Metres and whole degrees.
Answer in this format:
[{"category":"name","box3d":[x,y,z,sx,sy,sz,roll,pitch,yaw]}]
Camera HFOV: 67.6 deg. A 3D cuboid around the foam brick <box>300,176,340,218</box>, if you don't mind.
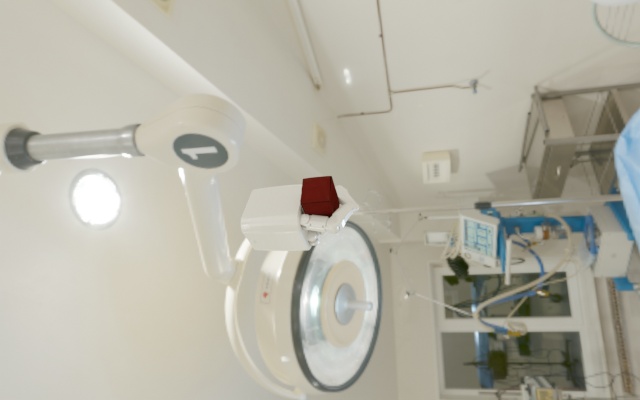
[{"category":"foam brick","box3d":[0.000,0.002,0.812,0.051,0.053,0.078,-3,-35,12]}]
